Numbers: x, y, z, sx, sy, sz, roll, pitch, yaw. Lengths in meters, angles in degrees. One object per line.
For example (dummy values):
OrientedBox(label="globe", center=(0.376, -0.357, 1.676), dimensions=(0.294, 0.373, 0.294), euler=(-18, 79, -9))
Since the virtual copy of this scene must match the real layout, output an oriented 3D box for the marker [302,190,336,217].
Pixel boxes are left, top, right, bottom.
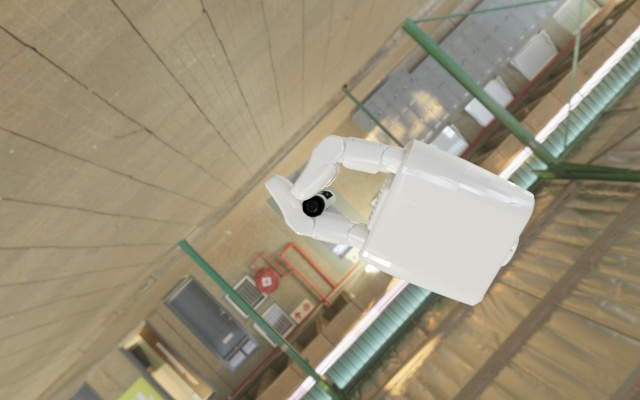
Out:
OrientedBox(label="marker", center=(0.000, 0.001, 0.447), dimensions=(0.020, 0.020, 0.121), euler=(0, 3, 6))
